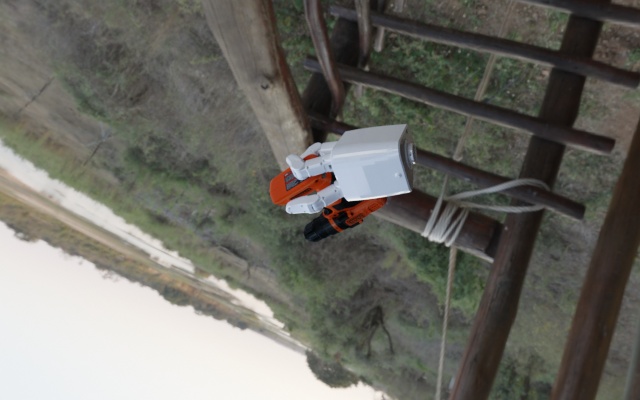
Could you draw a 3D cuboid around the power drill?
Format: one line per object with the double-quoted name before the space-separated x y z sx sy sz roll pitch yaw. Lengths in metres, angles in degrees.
"power drill" 0.000 0.003 0.845 0.184 0.057 0.188 -33 -38 25
